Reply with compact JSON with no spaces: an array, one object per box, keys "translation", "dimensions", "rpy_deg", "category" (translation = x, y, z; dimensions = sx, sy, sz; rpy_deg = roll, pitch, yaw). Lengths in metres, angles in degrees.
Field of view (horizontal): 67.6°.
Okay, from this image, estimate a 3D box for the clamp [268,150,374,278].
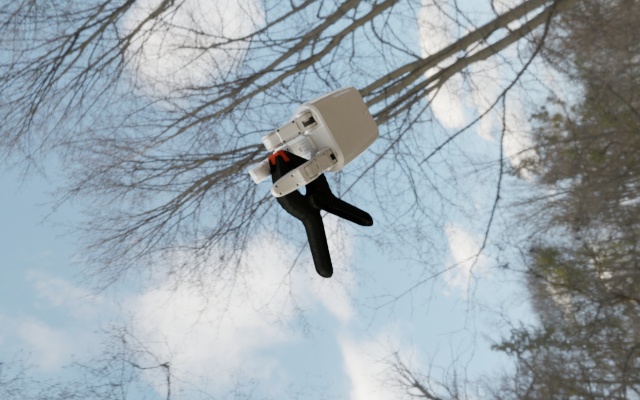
[{"translation":[0.000,0.002,0.629],"dimensions":[0.039,0.171,0.120],"rpy_deg":[-21,11,45],"category":"clamp"}]
